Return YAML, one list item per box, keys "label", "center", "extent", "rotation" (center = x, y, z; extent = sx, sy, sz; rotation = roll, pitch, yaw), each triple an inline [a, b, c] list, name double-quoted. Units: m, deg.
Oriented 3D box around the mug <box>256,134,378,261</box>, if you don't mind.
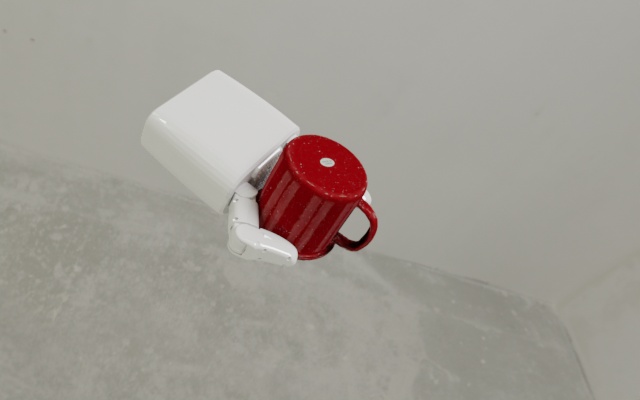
- label: "mug"
  center: [0.001, 0.002, 0.438]
  extent: [0.117, 0.081, 0.093]
  rotation: [37, 40, 5]
